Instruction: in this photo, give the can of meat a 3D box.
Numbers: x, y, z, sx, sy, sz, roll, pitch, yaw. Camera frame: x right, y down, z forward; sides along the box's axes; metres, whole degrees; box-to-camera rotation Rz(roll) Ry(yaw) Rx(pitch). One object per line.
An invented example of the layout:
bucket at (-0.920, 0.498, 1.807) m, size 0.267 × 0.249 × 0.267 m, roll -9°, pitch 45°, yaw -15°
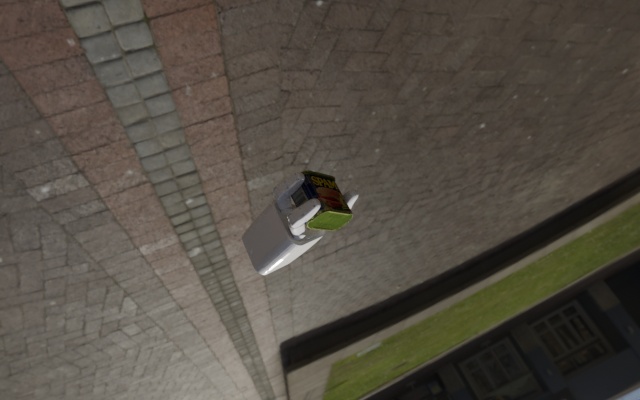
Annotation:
can of meat at (0.000, 0.003, 0.816) m, size 0.057 × 0.084 × 0.102 m, roll -42°, pitch -29°, yaw 26°
